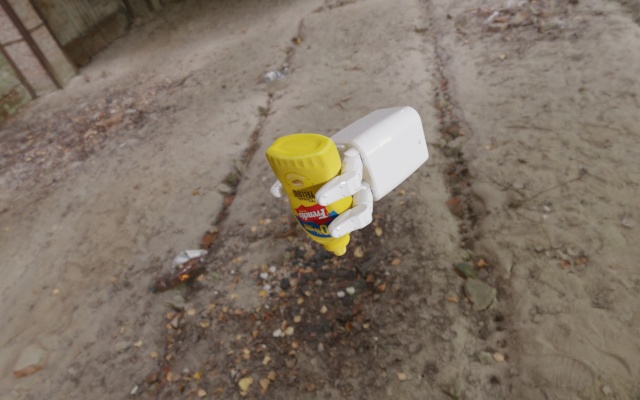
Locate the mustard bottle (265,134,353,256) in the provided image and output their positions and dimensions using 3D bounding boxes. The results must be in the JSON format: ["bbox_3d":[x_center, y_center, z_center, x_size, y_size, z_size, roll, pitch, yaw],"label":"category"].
[{"bbox_3d":[0.000,0.002,0.652,0.096,0.192,0.058,5,43,33],"label":"mustard bottle"}]
